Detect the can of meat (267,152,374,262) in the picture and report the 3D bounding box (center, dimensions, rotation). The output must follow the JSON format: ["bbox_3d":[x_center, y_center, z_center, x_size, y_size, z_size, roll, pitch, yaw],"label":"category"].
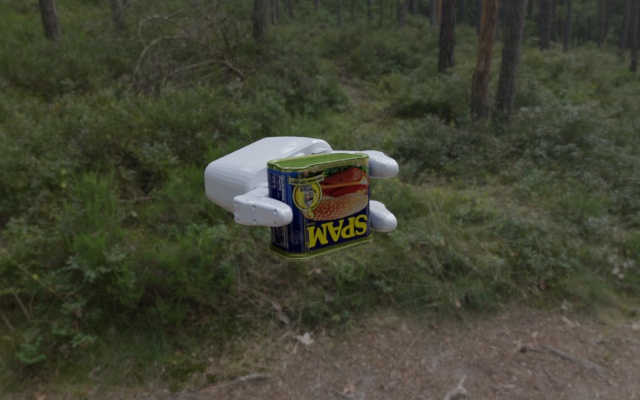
[{"bbox_3d":[0.000,0.001,0.445,0.102,0.084,0.057,-11,16,-34],"label":"can of meat"}]
